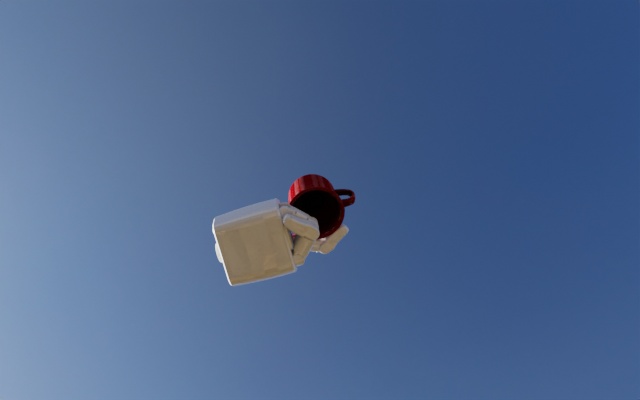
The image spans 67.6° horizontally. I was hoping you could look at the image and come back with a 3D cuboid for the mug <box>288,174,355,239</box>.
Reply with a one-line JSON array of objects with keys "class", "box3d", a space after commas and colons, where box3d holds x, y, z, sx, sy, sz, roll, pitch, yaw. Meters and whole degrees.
[{"class": "mug", "box3d": [0.001, 0.002, 0.799, 0.117, 0.093, 0.081, -15, 24, 0]}]
